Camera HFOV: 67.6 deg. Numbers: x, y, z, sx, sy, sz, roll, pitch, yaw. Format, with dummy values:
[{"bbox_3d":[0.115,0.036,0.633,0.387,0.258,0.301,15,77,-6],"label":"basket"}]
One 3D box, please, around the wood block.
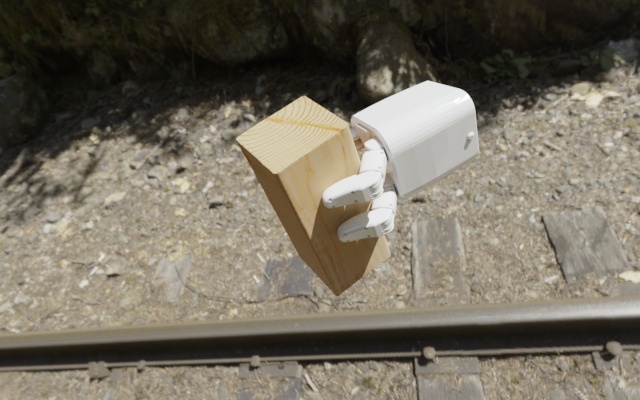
[{"bbox_3d":[0.000,0.001,0.541,0.090,0.206,0.090,-35,43,-12],"label":"wood block"}]
